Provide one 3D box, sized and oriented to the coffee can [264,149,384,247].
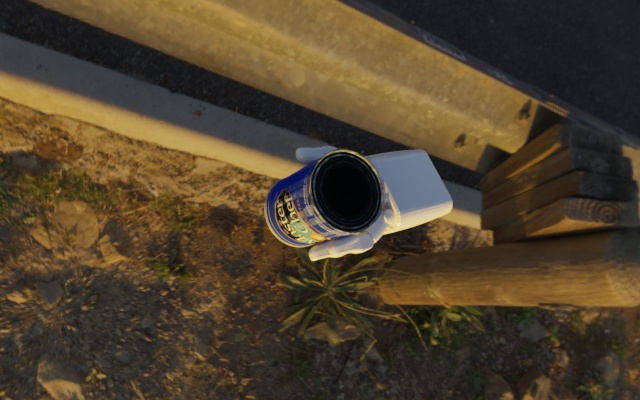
[{"bbox_3d":[0.000,0.002,0.621,0.103,0.103,0.140,0,-11,-29],"label":"coffee can"}]
